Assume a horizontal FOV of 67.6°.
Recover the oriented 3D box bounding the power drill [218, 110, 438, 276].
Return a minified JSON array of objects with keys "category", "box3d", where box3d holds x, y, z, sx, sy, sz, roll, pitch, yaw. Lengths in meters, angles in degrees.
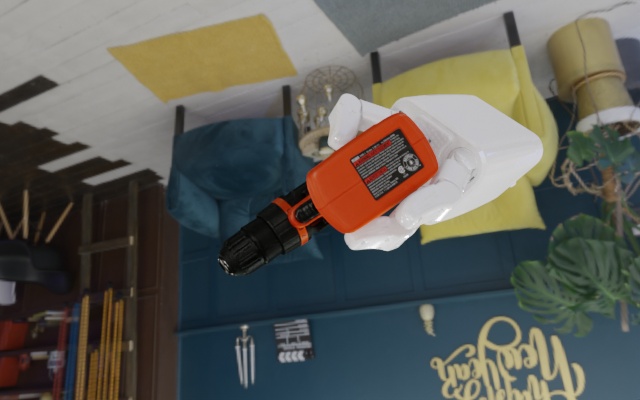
[{"category":"power drill","box3d":[0.000,0.001,0.415,0.184,0.057,0.188,-36,4,-21]}]
